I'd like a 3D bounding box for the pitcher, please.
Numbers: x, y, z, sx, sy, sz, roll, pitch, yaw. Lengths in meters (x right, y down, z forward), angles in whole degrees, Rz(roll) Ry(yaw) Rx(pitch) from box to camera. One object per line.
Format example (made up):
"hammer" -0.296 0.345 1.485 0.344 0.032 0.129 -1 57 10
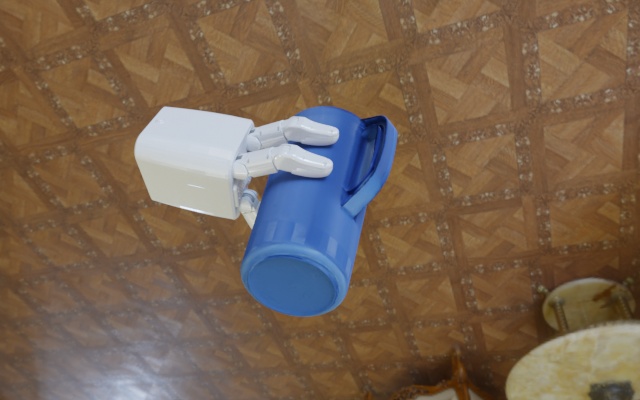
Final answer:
"pitcher" 0.000 0.002 0.545 0.145 0.149 0.242 11 42 3
